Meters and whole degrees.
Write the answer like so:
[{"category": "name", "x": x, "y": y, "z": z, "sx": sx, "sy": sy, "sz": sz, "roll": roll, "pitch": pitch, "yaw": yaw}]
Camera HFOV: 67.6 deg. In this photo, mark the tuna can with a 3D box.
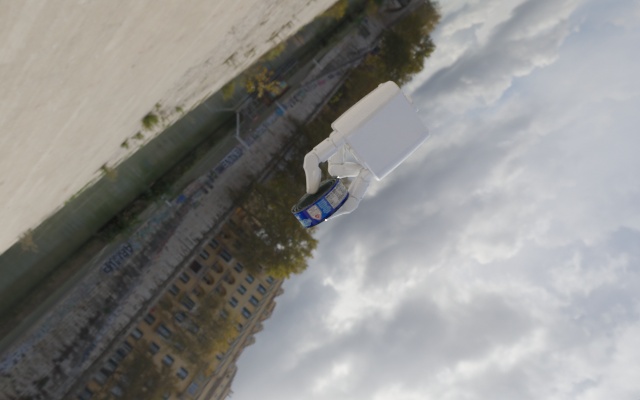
[{"category": "tuna can", "x": 0.000, "y": 0.003, "z": 0.707, "sx": 0.086, "sy": 0.034, "sz": 0.086, "roll": -36, "pitch": 12, "yaw": 9}]
